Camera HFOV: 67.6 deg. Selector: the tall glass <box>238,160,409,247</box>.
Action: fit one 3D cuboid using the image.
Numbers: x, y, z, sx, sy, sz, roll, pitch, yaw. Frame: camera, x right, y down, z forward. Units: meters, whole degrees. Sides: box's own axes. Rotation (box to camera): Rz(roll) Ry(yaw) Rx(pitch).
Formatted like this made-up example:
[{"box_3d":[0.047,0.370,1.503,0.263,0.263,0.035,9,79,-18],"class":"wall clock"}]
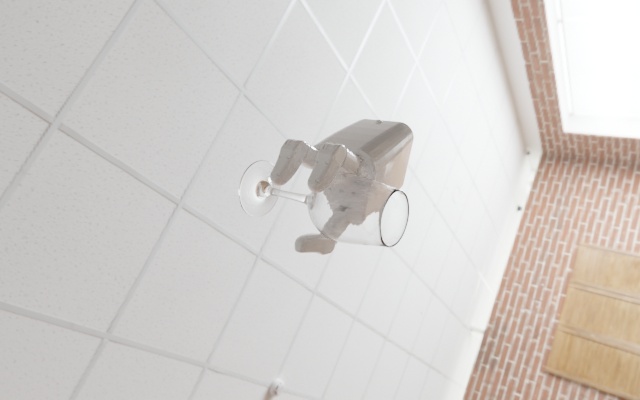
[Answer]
[{"box_3d":[-0.001,0.002,0.556,0.201,0.079,0.079,13,8,37],"class":"tall glass"}]
